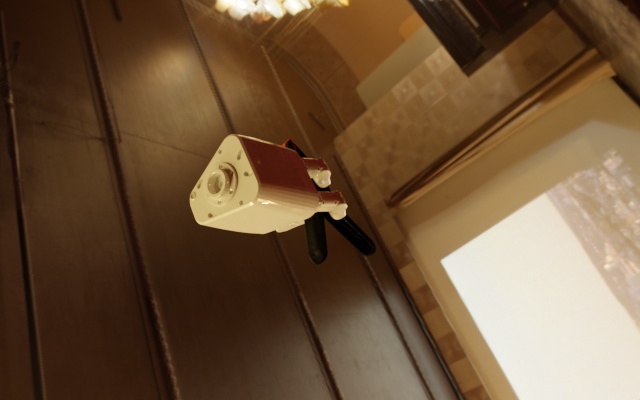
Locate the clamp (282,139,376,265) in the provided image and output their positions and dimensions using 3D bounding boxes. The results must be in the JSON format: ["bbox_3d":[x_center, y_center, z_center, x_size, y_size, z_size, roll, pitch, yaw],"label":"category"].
[{"bbox_3d":[-0.001,0.002,0.701,0.036,0.210,0.164,-38,-27,23],"label":"clamp"}]
